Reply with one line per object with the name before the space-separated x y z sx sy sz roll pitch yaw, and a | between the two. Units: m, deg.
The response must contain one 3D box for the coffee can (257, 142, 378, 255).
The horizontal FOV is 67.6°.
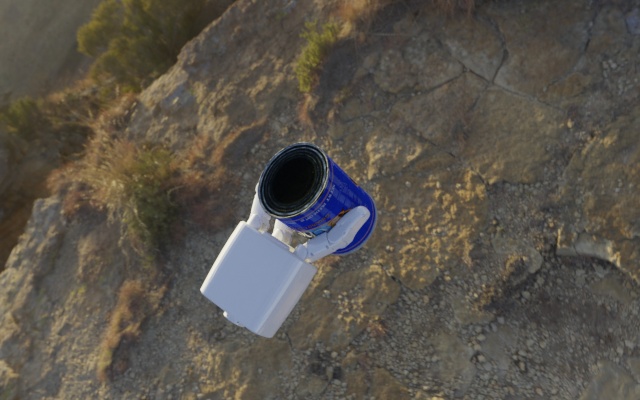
coffee can | 0.000 0.002 0.626 0.103 0.102 0.140 0 -23 33
